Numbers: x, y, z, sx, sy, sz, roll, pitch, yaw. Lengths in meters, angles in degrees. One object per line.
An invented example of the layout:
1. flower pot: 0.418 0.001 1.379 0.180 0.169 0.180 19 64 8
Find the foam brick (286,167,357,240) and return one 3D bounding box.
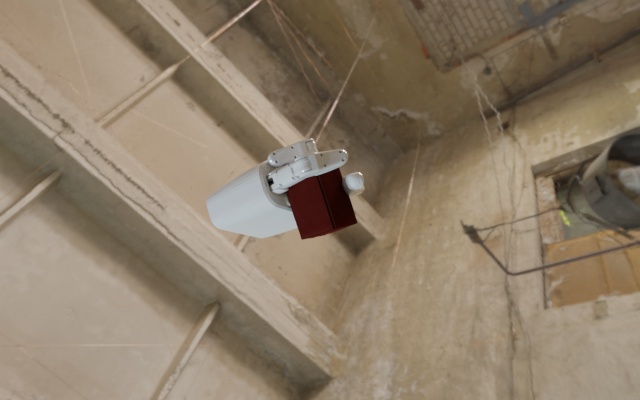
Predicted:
1. foam brick: 0.000 0.002 0.567 0.051 0.078 0.053 -23 -10 33
